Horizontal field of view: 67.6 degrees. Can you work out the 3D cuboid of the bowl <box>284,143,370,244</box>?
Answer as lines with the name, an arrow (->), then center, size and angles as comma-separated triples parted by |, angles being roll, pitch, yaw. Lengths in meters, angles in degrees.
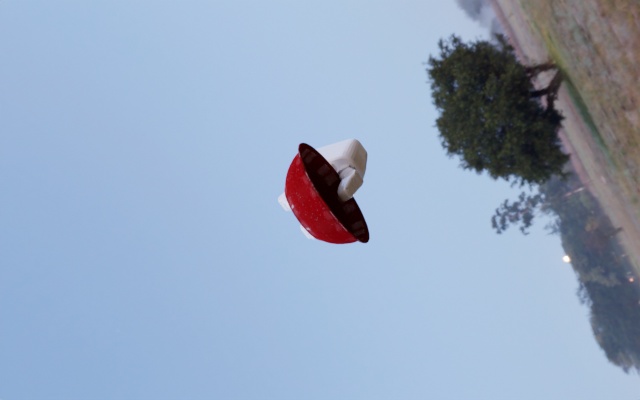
bowl -> -0.001, 0.003, 0.652 | 0.055, 0.162, 0.162 | -34, -10, 15
